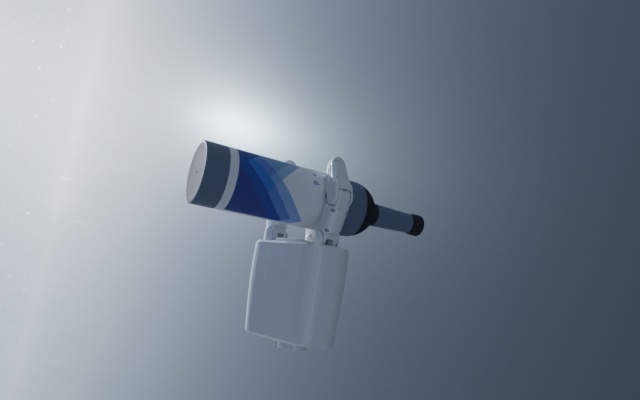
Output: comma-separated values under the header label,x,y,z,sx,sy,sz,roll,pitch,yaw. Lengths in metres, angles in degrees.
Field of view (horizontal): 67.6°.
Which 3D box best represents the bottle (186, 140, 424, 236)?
label,x,y,z,sx,sy,sz,roll,pitch,yaw
bottle,0.000,0.002,0.552,0.296,0.069,0.069,14,-7,-28
